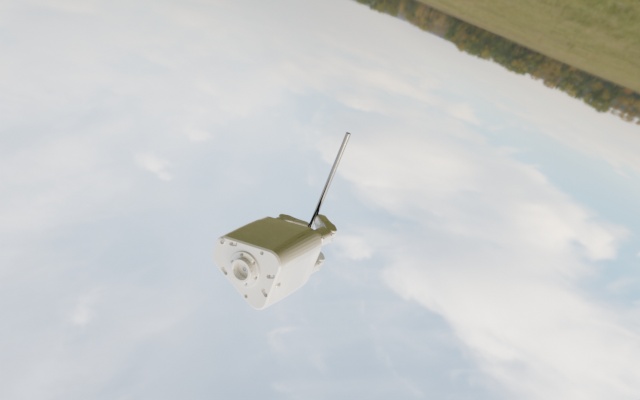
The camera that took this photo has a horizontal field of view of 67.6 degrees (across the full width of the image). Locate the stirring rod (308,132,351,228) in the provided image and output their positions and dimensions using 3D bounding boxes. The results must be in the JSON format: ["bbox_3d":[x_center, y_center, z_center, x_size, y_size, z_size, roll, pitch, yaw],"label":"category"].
[{"bbox_3d":[0.000,0.002,0.758,0.011,0.240,0.011,19,23,-8],"label":"stirring rod"}]
